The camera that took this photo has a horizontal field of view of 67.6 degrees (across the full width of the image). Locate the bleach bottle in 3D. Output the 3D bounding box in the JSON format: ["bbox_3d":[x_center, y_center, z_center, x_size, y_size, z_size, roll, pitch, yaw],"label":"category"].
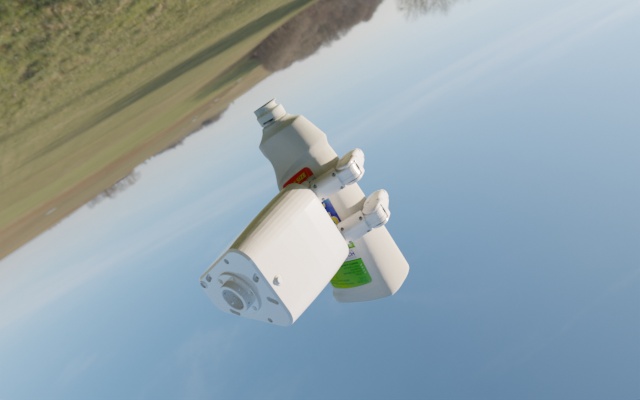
[{"bbox_3d":[0.000,0.002,0.547,0.102,0.251,0.068,-17,22,44],"label":"bleach bottle"}]
